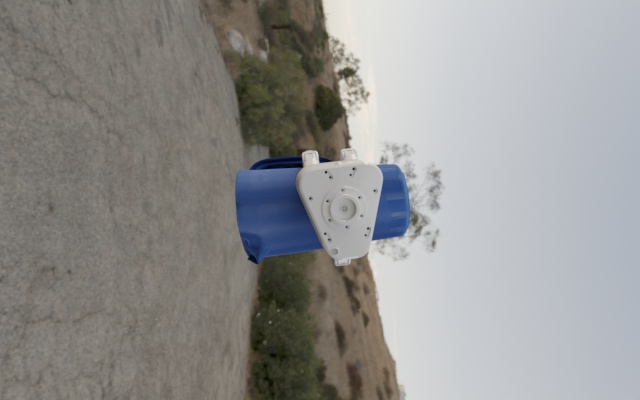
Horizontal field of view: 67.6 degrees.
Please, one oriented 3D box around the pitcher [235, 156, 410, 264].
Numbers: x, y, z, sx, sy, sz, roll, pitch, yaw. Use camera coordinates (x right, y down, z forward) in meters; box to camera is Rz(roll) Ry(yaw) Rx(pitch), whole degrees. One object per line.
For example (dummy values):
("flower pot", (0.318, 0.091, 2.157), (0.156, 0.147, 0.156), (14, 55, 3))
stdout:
("pitcher", (0.000, 0.002, 0.707), (0.243, 0.149, 0.145), (-6, 3, -2))
